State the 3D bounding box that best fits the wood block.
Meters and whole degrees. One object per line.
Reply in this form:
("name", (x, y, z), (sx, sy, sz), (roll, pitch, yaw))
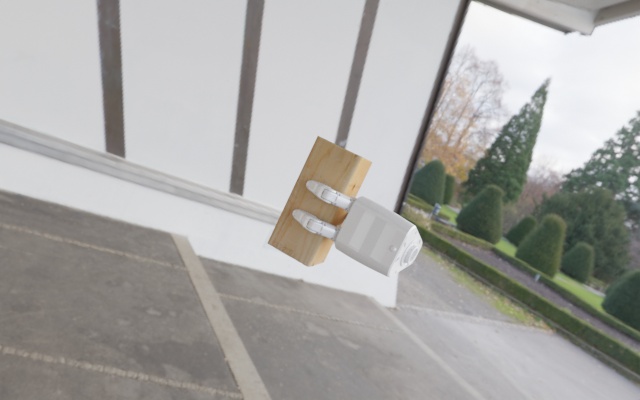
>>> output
("wood block", (0.001, 0.003, 0.847), (0.090, 0.206, 0.091), (28, 7, 17))
